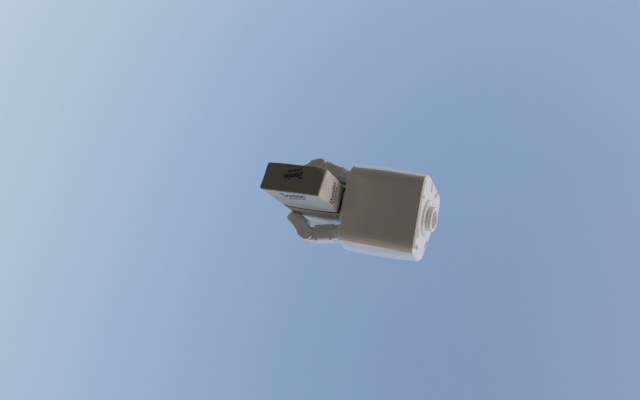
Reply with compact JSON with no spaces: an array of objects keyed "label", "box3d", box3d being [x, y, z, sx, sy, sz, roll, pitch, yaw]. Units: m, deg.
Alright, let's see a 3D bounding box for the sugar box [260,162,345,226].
[{"label":"sugar box","box3d":[0.000,0.002,0.684,0.093,0.048,0.176,8,-20,28]}]
